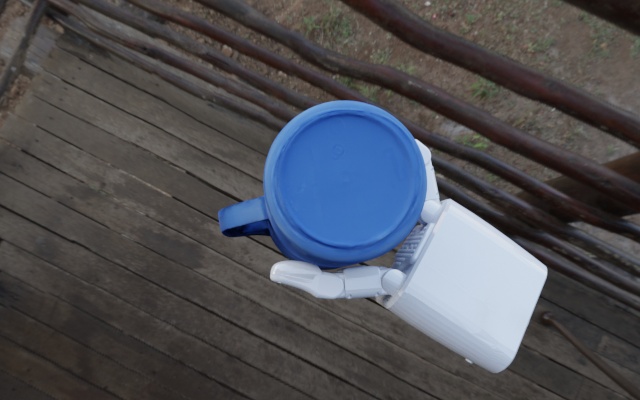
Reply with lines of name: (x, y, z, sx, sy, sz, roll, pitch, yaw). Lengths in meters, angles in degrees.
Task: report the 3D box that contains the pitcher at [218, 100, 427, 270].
pitcher: (0.000, 0.001, 0.420, 0.145, 0.149, 0.243, 35, -7, 1)
